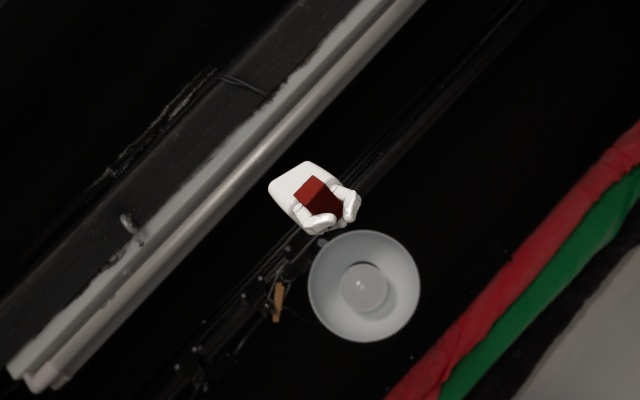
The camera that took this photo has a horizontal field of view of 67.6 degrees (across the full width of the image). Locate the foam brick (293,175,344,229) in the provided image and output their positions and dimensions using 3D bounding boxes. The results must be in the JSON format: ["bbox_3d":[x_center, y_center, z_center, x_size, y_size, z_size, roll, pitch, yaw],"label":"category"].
[{"bbox_3d":[0.000,0.003,0.838,0.078,0.053,0.051,47,-4,-38],"label":"foam brick"}]
